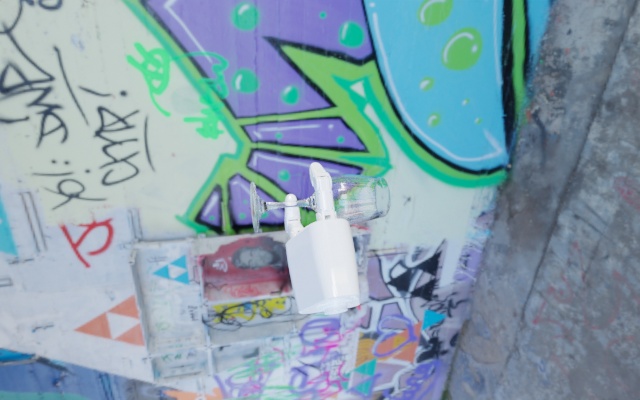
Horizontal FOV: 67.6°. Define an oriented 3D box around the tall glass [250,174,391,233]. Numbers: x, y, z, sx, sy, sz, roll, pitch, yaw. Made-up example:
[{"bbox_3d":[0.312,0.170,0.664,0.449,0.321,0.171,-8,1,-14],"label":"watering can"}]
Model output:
[{"bbox_3d":[-0.001,0.002,0.712,0.201,0.079,0.079,-5,1,-14],"label":"tall glass"}]
